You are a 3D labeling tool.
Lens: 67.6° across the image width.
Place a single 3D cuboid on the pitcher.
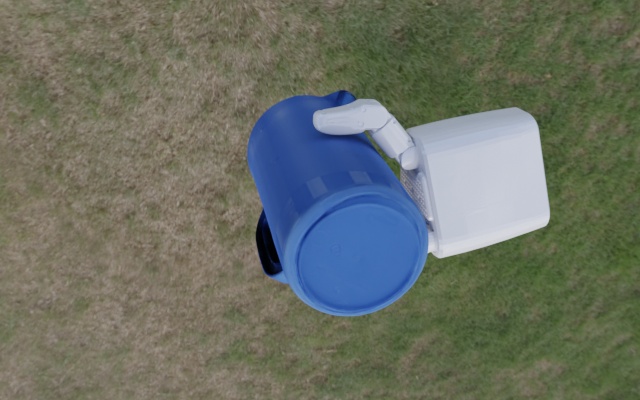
[{"bbox_3d":[0.000,0.001,0.442,0.145,0.149,0.242,-14,26,-5],"label":"pitcher"}]
